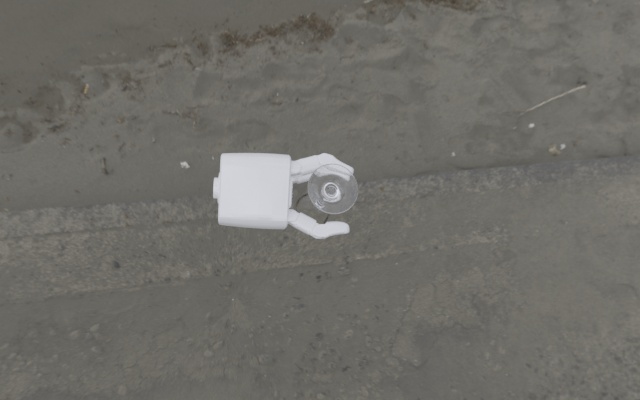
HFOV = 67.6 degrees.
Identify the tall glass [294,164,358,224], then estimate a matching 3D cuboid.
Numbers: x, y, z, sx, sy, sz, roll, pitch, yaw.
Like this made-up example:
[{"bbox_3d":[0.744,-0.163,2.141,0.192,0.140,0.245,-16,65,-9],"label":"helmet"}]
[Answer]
[{"bbox_3d":[0.000,0.002,0.781,0.079,0.079,0.201,0,-12,-10],"label":"tall glass"}]
